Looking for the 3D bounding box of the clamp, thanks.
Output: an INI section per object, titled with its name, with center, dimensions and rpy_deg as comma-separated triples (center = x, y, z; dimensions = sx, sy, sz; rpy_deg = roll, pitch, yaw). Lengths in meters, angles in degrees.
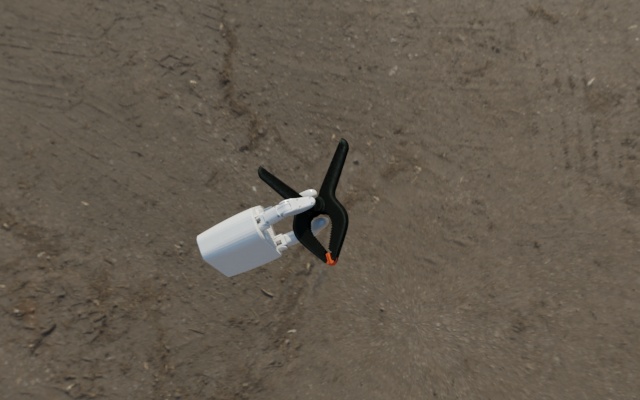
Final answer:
[clamp]
center = 0.000, 0.003, 0.797
dimensions = 0.164, 0.210, 0.036
rpy_deg = -25, -17, 7
